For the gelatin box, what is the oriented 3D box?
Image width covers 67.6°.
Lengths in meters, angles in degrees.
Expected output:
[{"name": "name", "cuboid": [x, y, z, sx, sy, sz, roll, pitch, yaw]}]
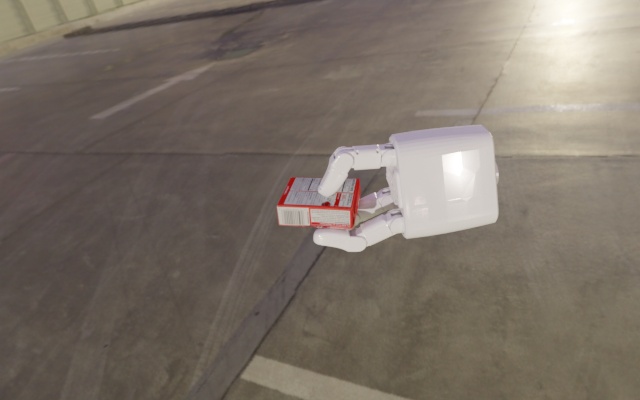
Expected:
[{"name": "gelatin box", "cuboid": [0.000, 0.001, 0.562, 0.089, 0.030, 0.073, 2, 30, 9]}]
